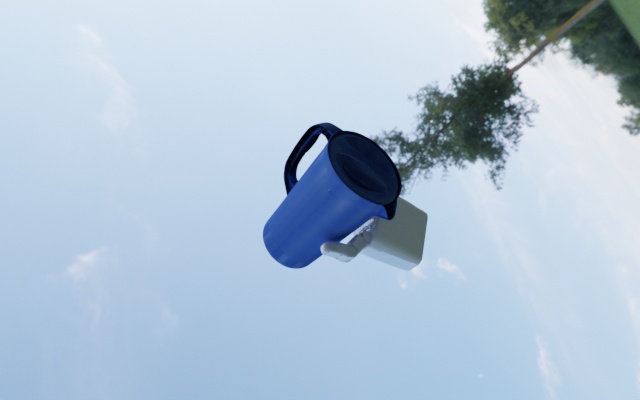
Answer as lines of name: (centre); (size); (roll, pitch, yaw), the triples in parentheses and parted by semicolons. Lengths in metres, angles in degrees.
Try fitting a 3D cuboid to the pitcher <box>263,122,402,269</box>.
pitcher: (0.000, 0.003, 0.770); (0.145, 0.149, 0.243); (24, -45, -23)
